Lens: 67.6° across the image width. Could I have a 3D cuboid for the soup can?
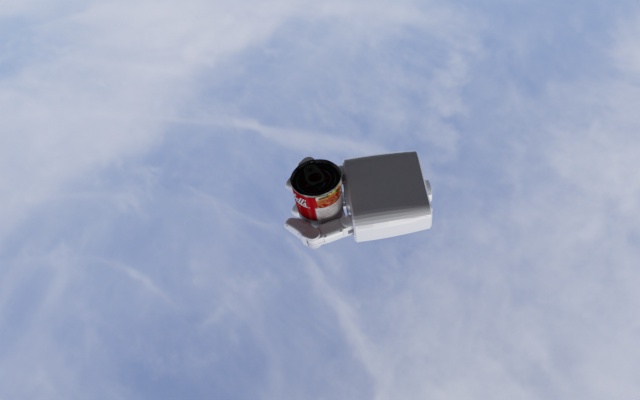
[{"bbox_3d":[0.000,0.003,0.661,0.068,0.068,0.102,0,-41,10],"label":"soup can"}]
